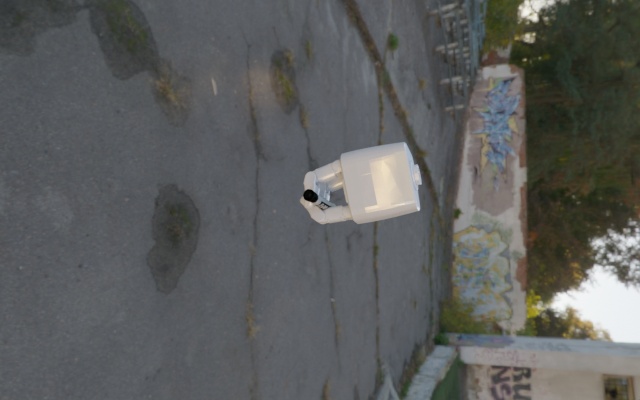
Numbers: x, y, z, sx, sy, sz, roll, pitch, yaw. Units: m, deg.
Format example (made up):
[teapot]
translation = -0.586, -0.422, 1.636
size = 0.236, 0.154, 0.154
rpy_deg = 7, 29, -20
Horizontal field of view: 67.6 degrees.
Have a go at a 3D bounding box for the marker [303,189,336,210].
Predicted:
[marker]
translation = 0.000, 0.003, 0.768
size = 0.020, 0.020, 0.121
rpy_deg = 0, -12, 19
